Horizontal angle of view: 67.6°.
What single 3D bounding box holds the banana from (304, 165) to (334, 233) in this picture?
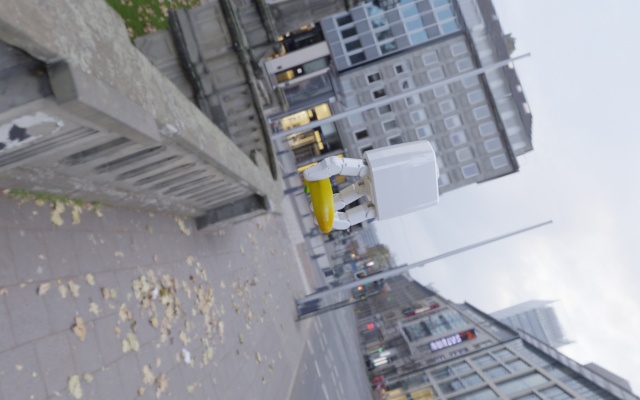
[{"bbox_3d":[-0.002,-0.016,0.780,0.037,0.070,0.197,-8,21,-5],"label":"banana"}]
